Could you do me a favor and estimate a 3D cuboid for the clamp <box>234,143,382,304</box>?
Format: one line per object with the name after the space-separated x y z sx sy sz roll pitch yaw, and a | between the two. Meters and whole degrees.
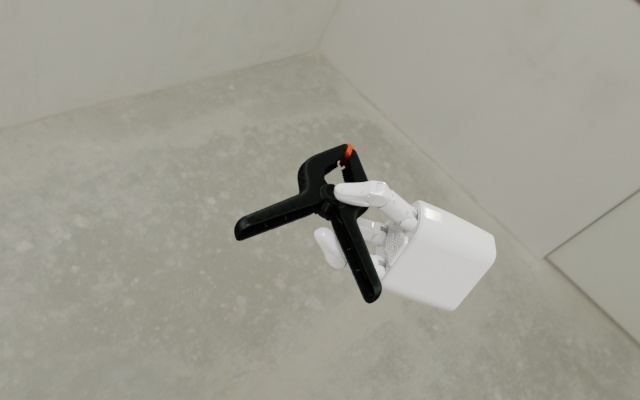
0.001 0.001 0.544 0.164 0.209 0.036 23 -45 -12 | clamp
